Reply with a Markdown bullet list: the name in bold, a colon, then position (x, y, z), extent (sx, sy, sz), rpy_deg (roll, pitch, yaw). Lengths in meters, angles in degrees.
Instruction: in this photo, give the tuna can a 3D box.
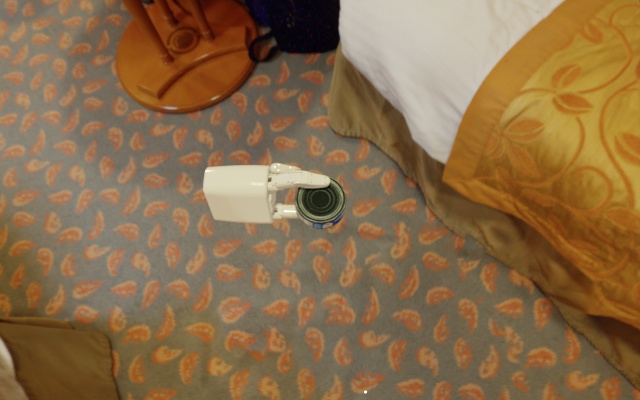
- **tuna can**: position (0.000, 0.002, 0.787), extent (0.086, 0.086, 0.034), rpy_deg (0, -22, -1)
